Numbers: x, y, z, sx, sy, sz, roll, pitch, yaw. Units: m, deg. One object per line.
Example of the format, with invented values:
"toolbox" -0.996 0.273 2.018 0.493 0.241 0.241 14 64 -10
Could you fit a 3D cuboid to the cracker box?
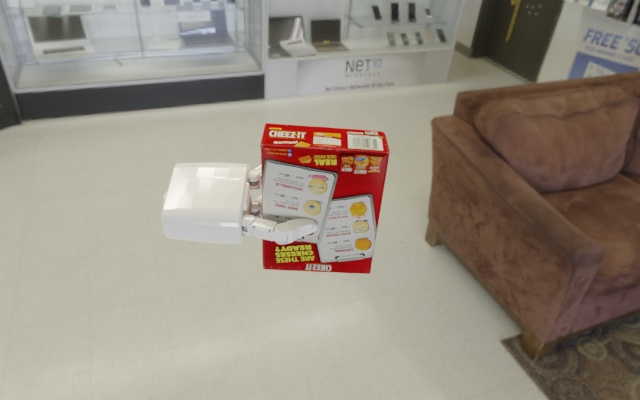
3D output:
"cracker box" 0.000 0.002 0.677 0.164 0.214 0.072 3 36 -1
